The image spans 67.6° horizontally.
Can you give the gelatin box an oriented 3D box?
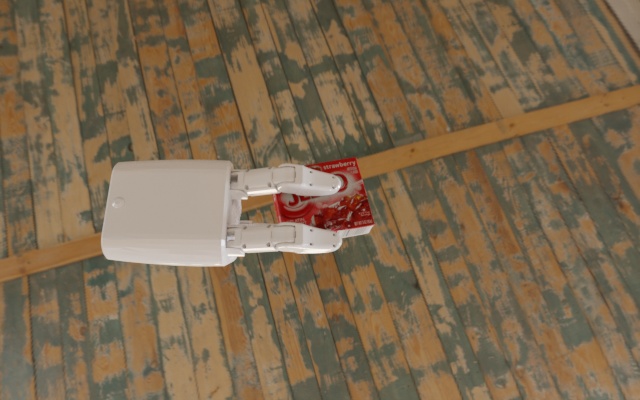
[{"bbox_3d":[0.000,0.002,0.464,0.089,0.073,0.030,-10,-20,-12],"label":"gelatin box"}]
